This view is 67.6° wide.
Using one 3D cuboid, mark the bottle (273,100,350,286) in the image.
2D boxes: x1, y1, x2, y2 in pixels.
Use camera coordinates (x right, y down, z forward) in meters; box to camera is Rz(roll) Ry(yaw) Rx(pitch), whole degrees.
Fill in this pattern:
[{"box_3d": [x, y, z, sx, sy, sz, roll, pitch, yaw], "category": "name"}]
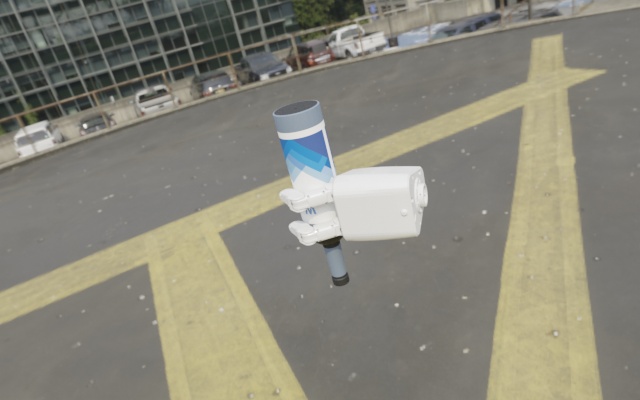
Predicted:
[{"box_3d": [0.000, 0.002, 0.716, 0.069, 0.296, 0.069, -12, 25, 6], "category": "bottle"}]
